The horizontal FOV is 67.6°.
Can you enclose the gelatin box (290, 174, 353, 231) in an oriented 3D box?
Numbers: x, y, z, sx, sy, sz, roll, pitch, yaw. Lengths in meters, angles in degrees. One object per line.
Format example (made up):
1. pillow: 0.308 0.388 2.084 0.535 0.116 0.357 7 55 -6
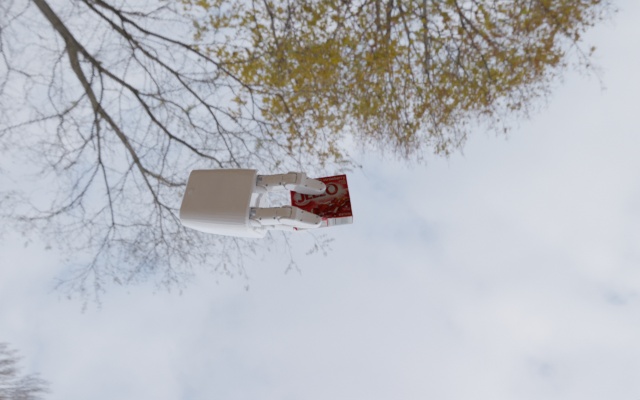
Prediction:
1. gelatin box: 0.000 0.003 0.714 0.089 0.073 0.030 -7 -29 -1
